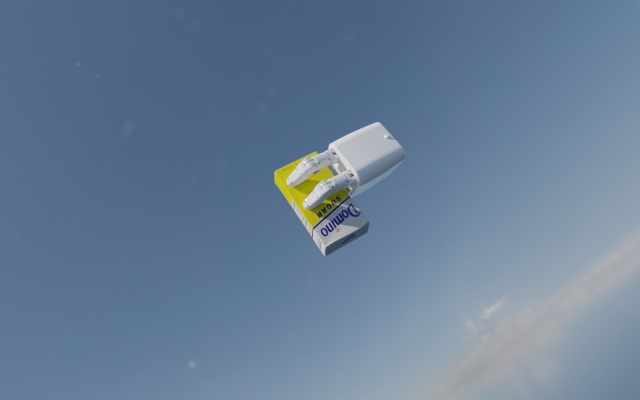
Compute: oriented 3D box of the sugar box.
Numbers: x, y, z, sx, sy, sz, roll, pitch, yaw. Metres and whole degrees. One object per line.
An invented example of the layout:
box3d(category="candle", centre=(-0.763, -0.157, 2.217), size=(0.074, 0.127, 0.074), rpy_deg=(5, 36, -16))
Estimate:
box3d(category="sugar box", centre=(0.000, 0.002, 0.852), size=(0.093, 0.176, 0.048), rpy_deg=(-29, -27, -17))
